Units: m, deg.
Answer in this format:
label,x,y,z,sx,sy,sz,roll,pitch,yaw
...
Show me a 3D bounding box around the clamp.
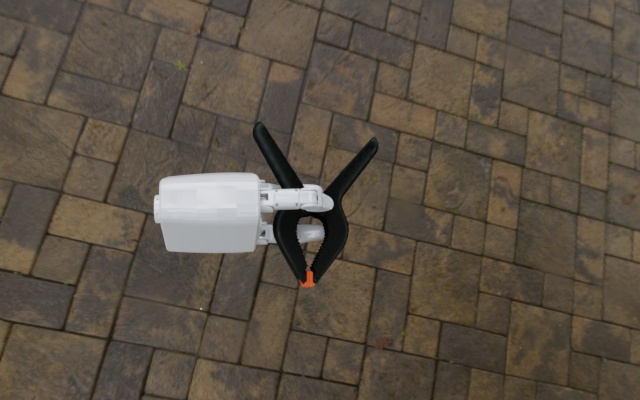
label,x,y,z,sx,sy,sz,roll,pitch,yaw
clamp,0.000,0.002,0.600,0.164,0.210,0.036,-1,-12,-11
